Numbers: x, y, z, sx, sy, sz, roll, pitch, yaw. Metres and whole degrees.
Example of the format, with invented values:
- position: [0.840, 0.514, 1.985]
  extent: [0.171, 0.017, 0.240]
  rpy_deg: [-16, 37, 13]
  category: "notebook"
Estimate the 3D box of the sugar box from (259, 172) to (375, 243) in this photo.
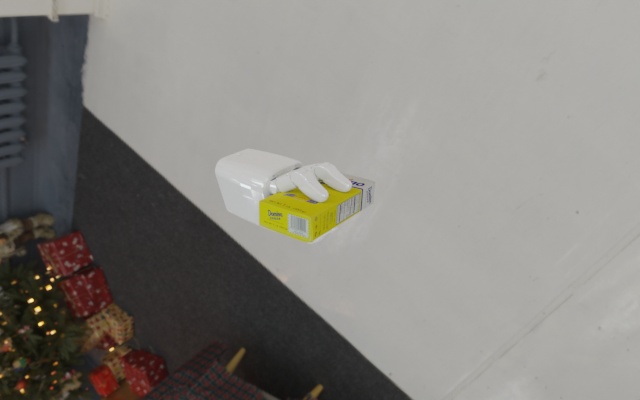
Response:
- position: [0.000, 0.002, 0.714]
  extent: [0.093, 0.048, 0.176]
  rpy_deg: [17, 29, 30]
  category: "sugar box"
